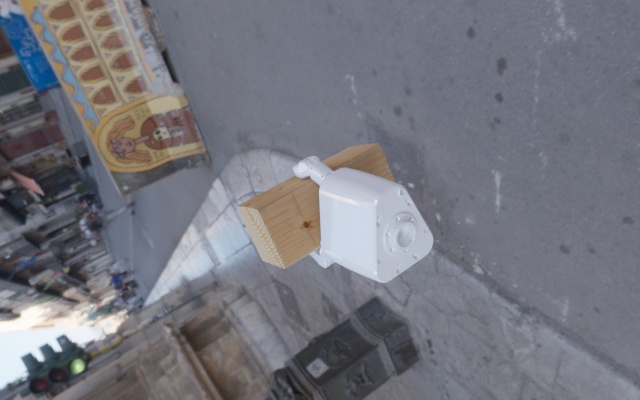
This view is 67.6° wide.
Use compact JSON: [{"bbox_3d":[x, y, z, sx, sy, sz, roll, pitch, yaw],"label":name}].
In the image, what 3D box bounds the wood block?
[{"bbox_3d":[0.000,0.002,0.686,0.206,0.091,0.090,-29,15,-24],"label":"wood block"}]
